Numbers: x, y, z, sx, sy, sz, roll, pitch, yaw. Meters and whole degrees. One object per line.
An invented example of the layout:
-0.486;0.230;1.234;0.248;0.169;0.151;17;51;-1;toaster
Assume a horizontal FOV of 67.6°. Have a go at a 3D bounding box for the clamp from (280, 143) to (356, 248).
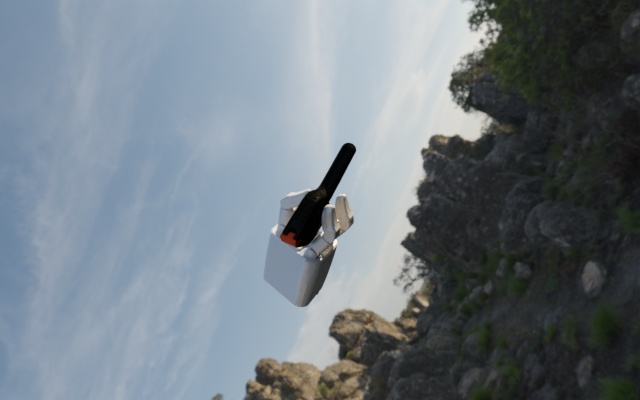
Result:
-0.001;0.003;0.772;0.036;0.165;0.210;23;30;16;clamp
